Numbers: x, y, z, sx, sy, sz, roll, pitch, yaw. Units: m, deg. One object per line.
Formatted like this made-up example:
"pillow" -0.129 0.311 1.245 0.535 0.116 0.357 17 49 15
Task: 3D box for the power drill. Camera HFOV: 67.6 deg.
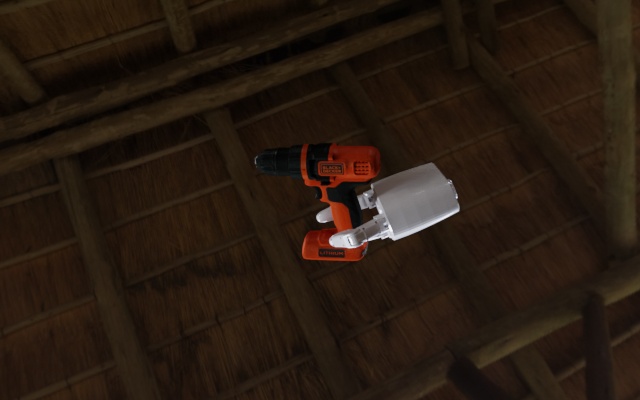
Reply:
"power drill" 0.000 0.003 0.728 0.184 0.188 0.057 2 32 12
